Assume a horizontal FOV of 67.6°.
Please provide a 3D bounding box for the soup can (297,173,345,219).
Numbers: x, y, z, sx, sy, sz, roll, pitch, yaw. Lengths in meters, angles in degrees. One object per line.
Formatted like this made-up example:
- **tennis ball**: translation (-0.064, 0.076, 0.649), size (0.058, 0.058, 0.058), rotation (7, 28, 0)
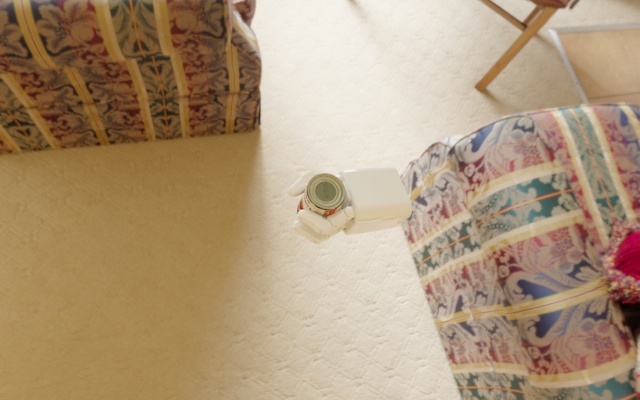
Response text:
- **soup can**: translation (0.000, 0.003, 0.830), size (0.068, 0.068, 0.102), rotation (0, -21, -12)
